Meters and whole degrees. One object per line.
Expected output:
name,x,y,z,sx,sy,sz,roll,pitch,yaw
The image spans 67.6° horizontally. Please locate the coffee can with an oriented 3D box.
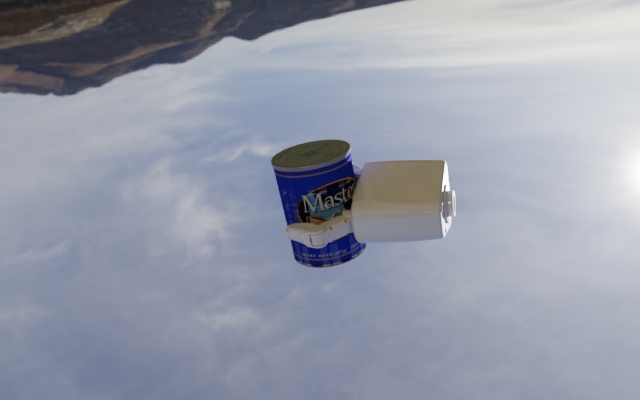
coffee can,0.000,0.002,0.630,0.103,0.140,0.102,-10,22,4
